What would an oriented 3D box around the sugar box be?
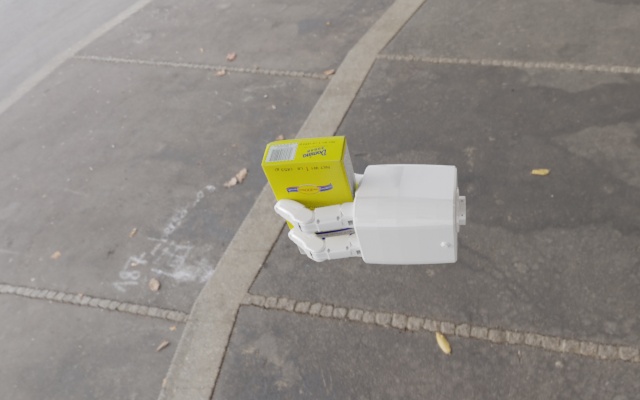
[{"bbox_3d":[0.000,0.002,0.583,0.093,0.048,0.176,-2,-43,16],"label":"sugar box"}]
